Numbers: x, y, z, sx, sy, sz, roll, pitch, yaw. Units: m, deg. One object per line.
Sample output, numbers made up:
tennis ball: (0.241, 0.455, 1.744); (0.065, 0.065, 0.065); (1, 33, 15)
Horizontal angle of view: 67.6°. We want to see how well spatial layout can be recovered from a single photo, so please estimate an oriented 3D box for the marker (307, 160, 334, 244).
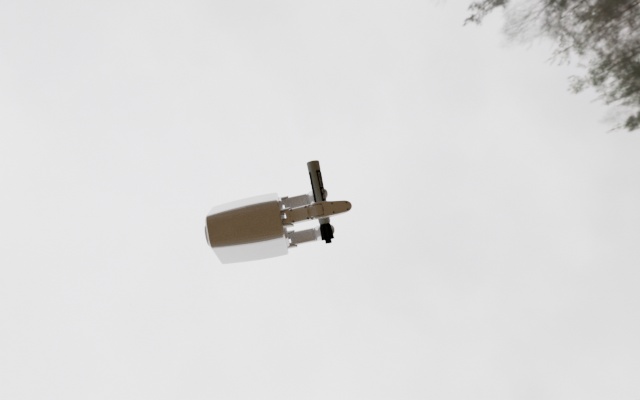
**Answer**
marker: (0.000, 0.002, 0.686); (0.020, 0.121, 0.020); (-11, -8, -1)
